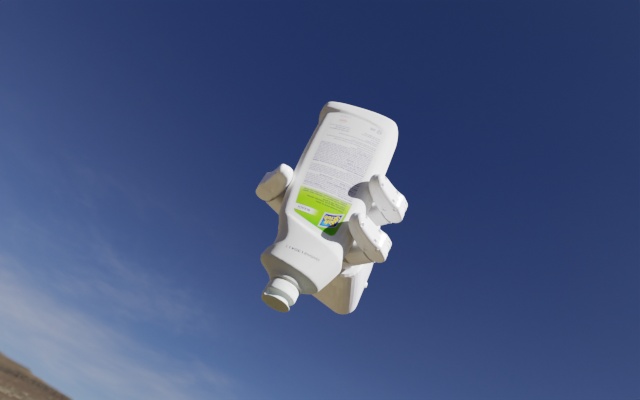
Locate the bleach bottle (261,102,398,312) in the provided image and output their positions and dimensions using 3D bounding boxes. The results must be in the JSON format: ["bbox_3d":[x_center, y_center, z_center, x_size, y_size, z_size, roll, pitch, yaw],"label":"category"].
[{"bbox_3d":[0.000,0.002,0.511,0.102,0.250,0.068,19,-36,15],"label":"bleach bottle"}]
